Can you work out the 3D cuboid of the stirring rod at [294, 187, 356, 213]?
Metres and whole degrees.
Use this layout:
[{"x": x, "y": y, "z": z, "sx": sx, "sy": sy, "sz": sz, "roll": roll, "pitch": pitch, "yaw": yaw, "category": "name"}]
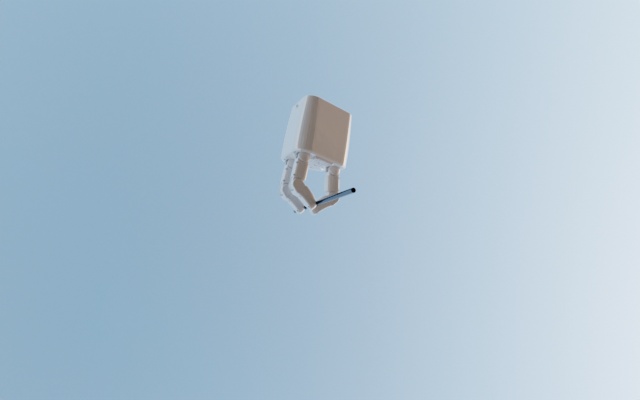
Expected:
[{"x": 0.000, "y": 0.003, "z": 0.798, "sx": 0.011, "sy": 0.011, "sz": 0.239, "roll": 0, "pitch": -8, "yaw": -24, "category": "stirring rod"}]
